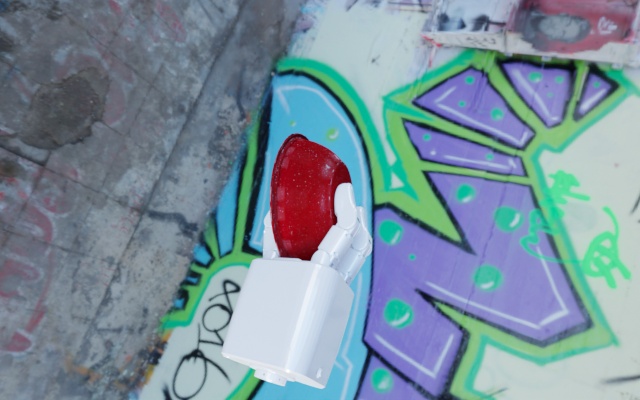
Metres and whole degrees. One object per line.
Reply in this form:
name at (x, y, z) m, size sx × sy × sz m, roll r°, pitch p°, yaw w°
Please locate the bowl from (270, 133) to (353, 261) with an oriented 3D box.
bowl at (0.001, 0.001, 0.552) m, size 0.055 × 0.162 × 0.162 m, roll -1°, pitch 0°, yaw 20°
